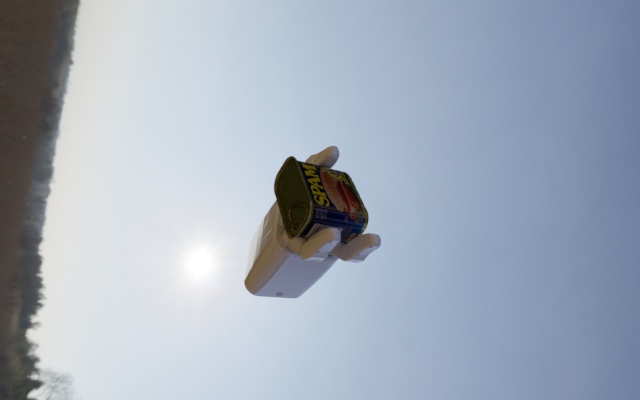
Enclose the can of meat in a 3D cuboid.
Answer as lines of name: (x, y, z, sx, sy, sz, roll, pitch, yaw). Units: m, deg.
can of meat: (0.000, 0.002, 0.571, 0.084, 0.102, 0.057, 11, -50, -32)
